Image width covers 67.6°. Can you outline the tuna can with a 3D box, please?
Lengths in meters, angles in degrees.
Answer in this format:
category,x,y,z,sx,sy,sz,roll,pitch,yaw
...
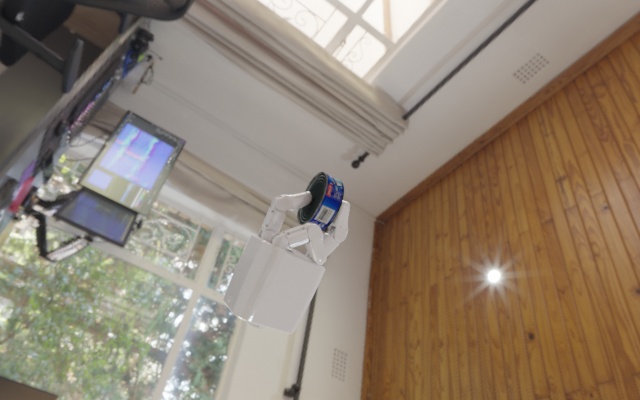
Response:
category,x,y,z,sx,sy,sz,roll,pitch,yaw
tuna can,0.001,0.003,0.720,0.034,0.086,0.086,24,-9,-20
